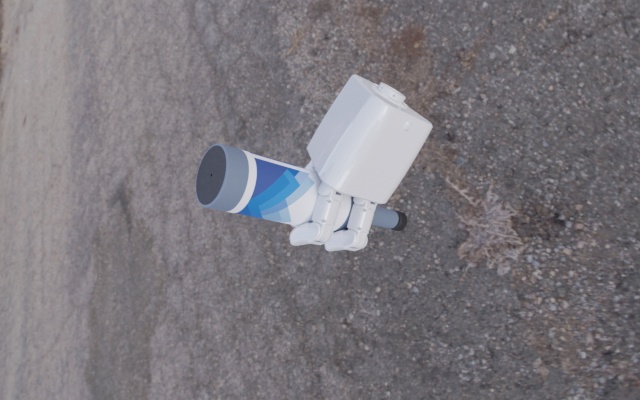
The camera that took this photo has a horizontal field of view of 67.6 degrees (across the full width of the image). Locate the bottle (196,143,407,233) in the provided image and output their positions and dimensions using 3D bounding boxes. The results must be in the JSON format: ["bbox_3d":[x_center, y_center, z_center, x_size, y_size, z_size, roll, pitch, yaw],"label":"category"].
[{"bbox_3d":[0.000,0.002,0.574,0.296,0.069,0.069,14,-9,-39],"label":"bottle"}]
